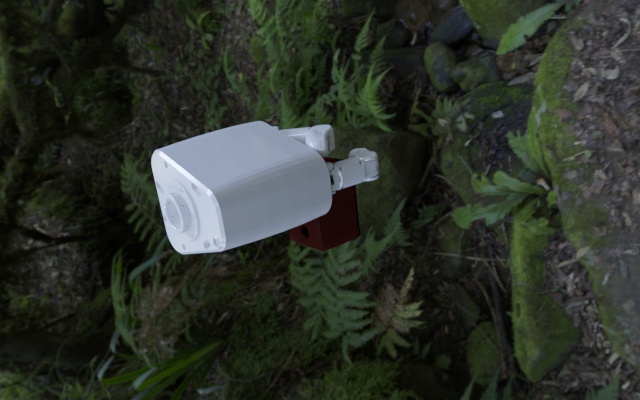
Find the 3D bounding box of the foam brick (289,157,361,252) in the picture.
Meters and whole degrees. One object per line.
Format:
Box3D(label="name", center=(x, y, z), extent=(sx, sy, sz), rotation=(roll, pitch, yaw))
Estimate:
Box3D(label="foam brick", center=(0.000, 0.002, 0.460), extent=(0.051, 0.078, 0.053), rotation=(-22, 23, -38))
